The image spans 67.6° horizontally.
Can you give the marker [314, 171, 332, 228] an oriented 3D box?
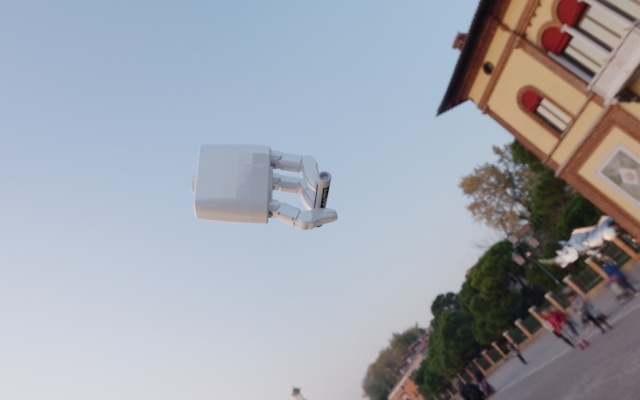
[{"bbox_3d":[0.000,0.002,0.701,0.020,0.020,0.121,0,-36,-7],"label":"marker"}]
